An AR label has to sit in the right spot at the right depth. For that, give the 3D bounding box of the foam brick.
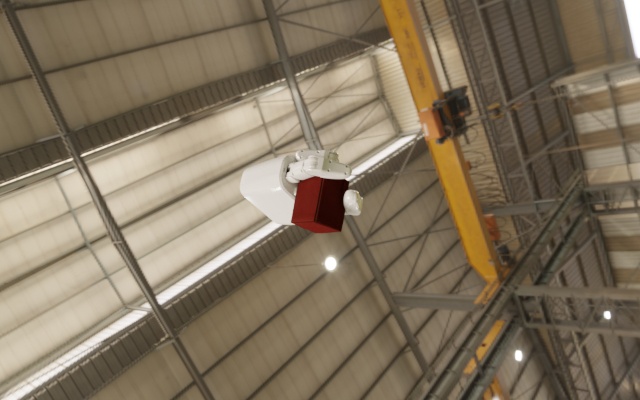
[{"bbox_3d":[0.000,0.002,0.662,0.051,0.078,0.053,-8,-26,45],"label":"foam brick"}]
